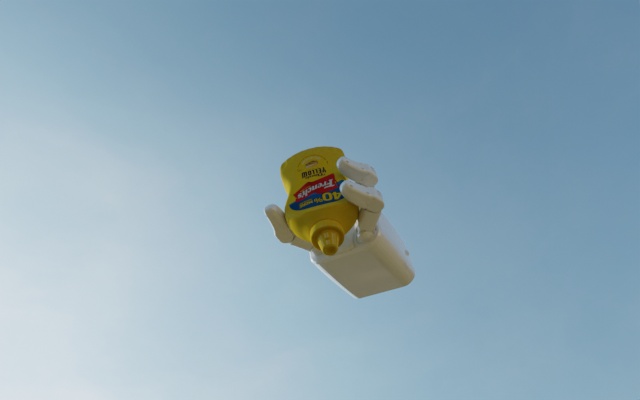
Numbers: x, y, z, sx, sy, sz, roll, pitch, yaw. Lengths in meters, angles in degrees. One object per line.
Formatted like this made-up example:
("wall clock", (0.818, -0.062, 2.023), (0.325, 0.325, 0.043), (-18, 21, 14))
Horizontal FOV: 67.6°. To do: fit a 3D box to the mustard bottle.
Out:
("mustard bottle", (0.000, 0.002, 0.624), (0.096, 0.058, 0.191), (-14, 37, 2))
